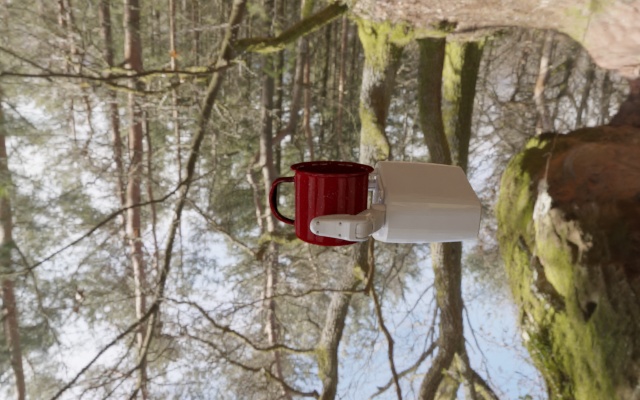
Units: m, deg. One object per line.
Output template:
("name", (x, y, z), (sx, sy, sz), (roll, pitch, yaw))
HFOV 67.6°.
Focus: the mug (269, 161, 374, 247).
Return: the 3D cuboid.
("mug", (-0.001, 0.002, 0.538), (0.117, 0.081, 0.093), (1, 13, 0))
